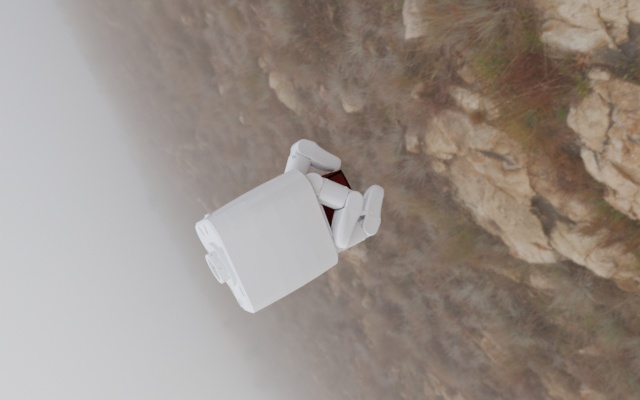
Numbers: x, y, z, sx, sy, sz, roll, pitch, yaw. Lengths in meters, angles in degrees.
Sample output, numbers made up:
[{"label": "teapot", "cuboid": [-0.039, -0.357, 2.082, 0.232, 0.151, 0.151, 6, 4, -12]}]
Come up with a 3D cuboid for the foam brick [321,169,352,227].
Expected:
[{"label": "foam brick", "cuboid": [0.000, 0.002, 0.563, 0.051, 0.053, 0.078, -30, 6, -23]}]
